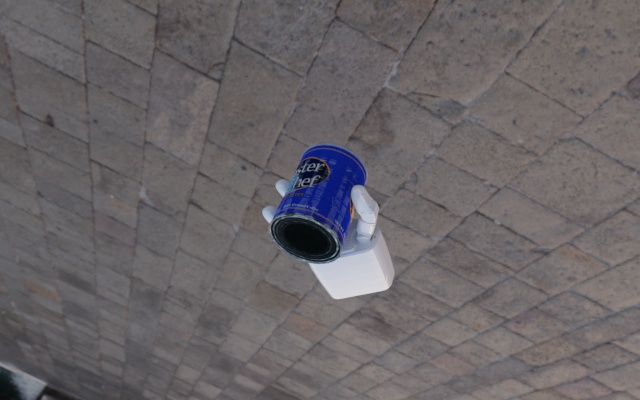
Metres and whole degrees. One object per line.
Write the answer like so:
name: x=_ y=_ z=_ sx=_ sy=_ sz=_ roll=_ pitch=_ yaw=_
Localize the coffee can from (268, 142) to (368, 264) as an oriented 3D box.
coffee can: x=0.000 y=0.002 z=0.667 sx=0.103 sy=0.140 sz=0.103 roll=13 pitch=-39 yaw=11
